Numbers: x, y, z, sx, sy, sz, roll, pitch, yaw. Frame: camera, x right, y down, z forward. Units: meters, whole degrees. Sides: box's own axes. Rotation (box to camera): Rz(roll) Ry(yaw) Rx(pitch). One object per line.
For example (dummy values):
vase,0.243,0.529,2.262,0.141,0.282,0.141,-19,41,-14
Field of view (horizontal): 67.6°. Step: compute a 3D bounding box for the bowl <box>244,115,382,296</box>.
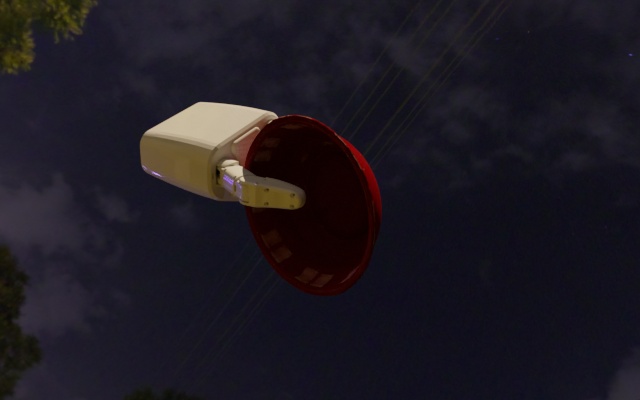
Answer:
bowl,0.001,0.002,0.434,0.162,0.162,0.055,0,13,45
